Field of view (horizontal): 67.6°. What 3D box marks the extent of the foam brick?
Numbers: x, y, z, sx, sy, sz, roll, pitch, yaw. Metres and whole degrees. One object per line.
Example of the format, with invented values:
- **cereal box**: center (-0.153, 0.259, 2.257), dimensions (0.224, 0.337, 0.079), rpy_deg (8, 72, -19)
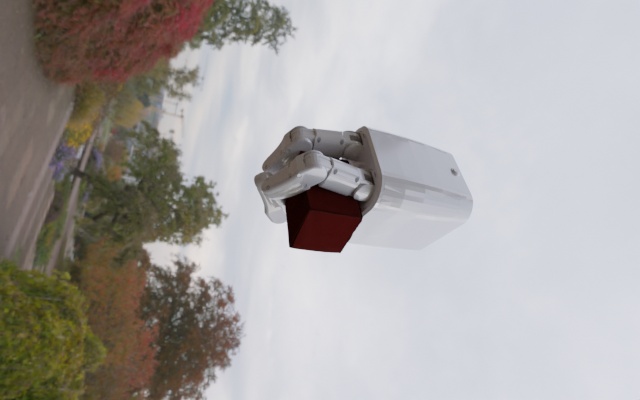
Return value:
- **foam brick**: center (0.000, 0.002, 0.438), dimensions (0.051, 0.078, 0.053), rpy_deg (11, -47, -21)
